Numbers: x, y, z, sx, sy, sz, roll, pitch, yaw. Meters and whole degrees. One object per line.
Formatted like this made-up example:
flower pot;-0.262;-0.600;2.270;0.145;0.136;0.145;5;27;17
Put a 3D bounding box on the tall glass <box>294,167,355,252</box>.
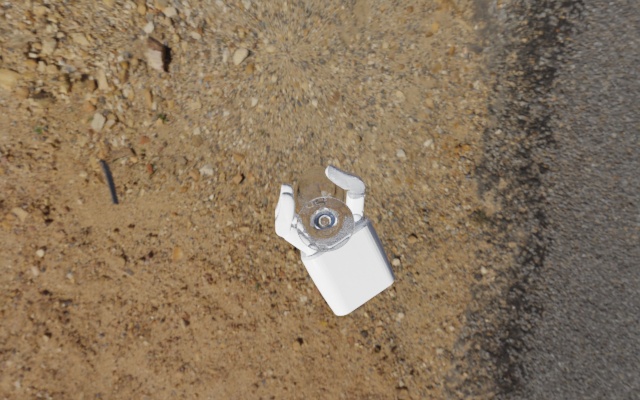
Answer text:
tall glass;0.000;0.002;0.695;0.079;0.079;0.201;0;17;-4
